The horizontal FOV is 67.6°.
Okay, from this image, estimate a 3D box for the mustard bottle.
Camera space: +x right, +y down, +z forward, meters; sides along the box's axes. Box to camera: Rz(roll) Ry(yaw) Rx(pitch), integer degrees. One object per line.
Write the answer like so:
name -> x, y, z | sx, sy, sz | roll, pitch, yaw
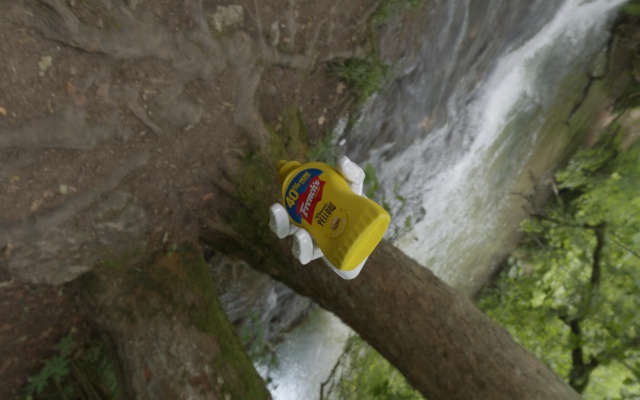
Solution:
mustard bottle -> 0.000, 0.002, 0.658 | 0.191, 0.096, 0.058 | 43, 17, 32
